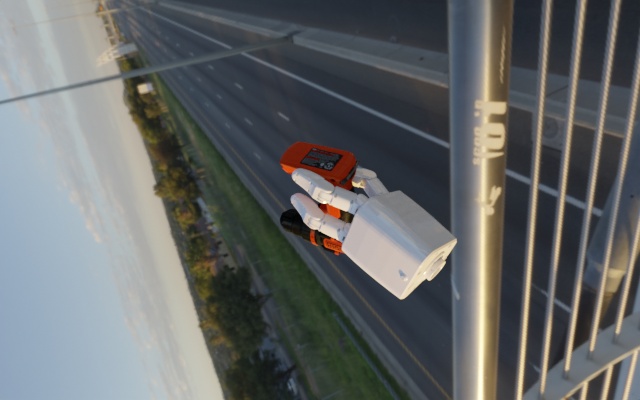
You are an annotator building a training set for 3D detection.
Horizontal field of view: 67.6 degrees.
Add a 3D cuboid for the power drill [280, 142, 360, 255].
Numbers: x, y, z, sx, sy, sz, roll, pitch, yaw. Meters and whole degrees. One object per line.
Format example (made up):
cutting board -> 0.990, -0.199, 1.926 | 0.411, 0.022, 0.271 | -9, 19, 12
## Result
power drill -> 0.000, 0.002, 0.717 | 0.184, 0.057, 0.188 | 14, -38, 28
